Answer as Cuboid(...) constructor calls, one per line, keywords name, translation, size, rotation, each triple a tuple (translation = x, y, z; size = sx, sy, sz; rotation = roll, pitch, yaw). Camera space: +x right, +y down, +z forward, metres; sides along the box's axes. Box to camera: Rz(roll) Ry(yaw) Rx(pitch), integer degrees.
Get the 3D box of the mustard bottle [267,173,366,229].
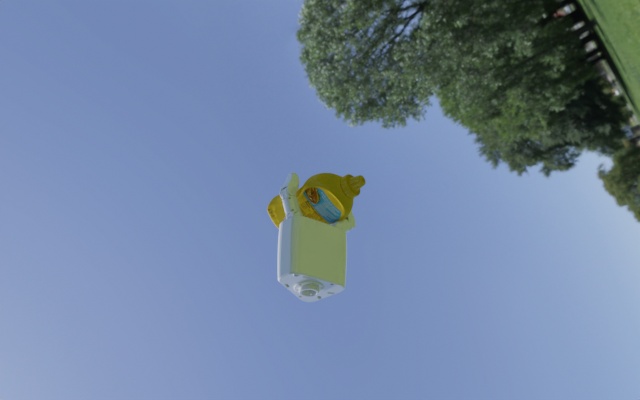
Cuboid(name="mustard bottle", translation=(0.000, 0.003, 0.854), size=(0.192, 0.096, 0.058), rotation=(-28, 21, 34))
